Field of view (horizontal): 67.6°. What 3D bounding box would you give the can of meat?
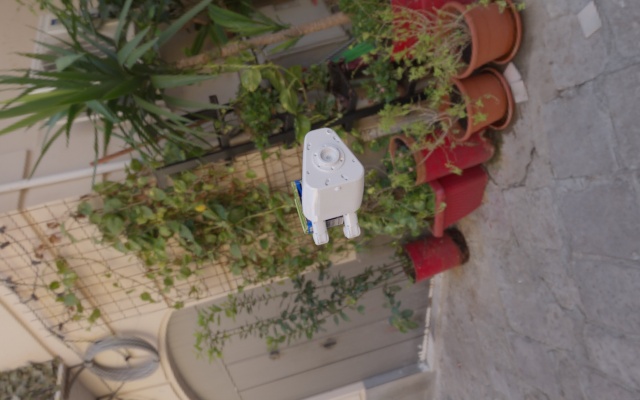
[{"bbox_3d":[0.000,0.003,0.854,0.084,0.102,0.057,-14,-23,-8],"label":"can of meat"}]
